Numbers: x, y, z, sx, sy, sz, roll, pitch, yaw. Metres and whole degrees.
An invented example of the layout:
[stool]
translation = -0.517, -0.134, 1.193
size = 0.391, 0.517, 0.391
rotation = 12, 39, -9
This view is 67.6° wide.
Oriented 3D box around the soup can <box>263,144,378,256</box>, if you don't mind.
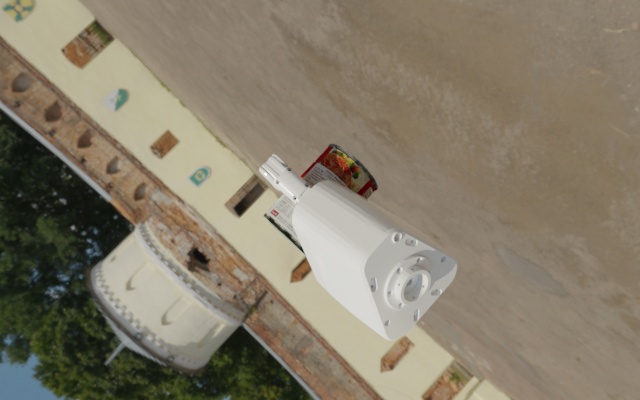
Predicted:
[soup can]
translation = 0.000, 0.002, 0.489
size = 0.068, 0.102, 0.068
rotation = 42, -7, 7
